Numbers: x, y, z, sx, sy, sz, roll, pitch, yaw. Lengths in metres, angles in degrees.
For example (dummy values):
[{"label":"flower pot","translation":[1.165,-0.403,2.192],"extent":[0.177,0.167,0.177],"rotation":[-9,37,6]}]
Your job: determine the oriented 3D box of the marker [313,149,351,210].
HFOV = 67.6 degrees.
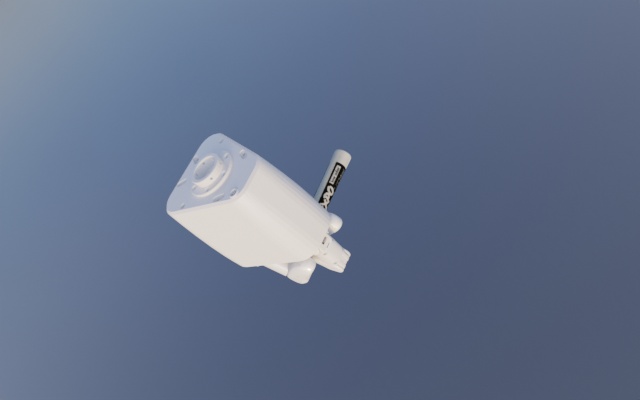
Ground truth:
[{"label":"marker","translation":[0.000,0.002,0.494],"extent":[0.020,0.121,0.020],"rotation":[23,-19,8]}]
